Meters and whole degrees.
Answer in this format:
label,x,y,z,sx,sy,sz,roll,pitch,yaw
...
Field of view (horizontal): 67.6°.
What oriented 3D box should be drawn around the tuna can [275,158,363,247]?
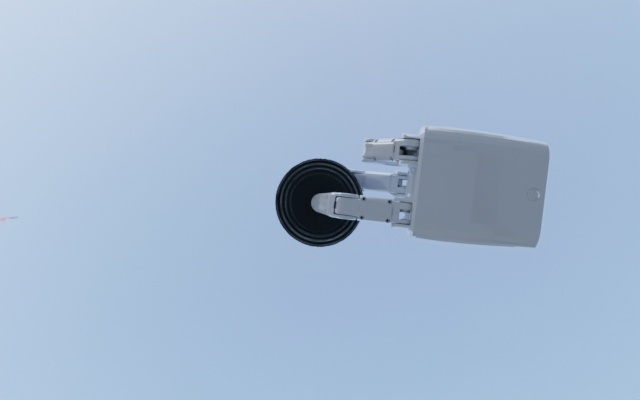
label,x,y,z,sx,sy,sz,roll,pitch,yaw
tuna can,0.000,0.002,0.475,0.086,0.086,0.034,0,3,5
